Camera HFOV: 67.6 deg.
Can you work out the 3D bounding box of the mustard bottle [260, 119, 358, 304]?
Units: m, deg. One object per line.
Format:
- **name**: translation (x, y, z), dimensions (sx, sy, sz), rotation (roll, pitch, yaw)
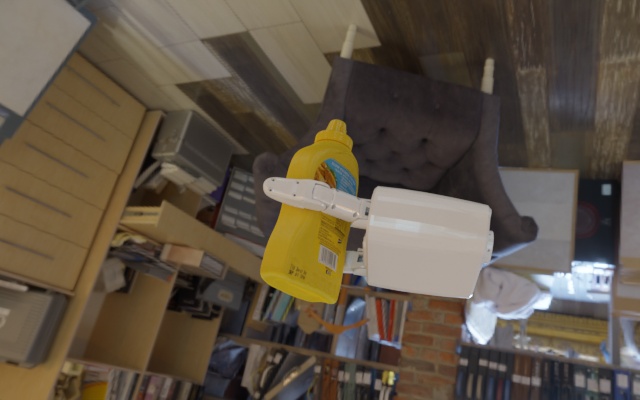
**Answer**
- **mustard bottle**: translation (0.000, 0.002, 0.491), dimensions (0.058, 0.191, 0.096), rotation (-3, -26, 36)
